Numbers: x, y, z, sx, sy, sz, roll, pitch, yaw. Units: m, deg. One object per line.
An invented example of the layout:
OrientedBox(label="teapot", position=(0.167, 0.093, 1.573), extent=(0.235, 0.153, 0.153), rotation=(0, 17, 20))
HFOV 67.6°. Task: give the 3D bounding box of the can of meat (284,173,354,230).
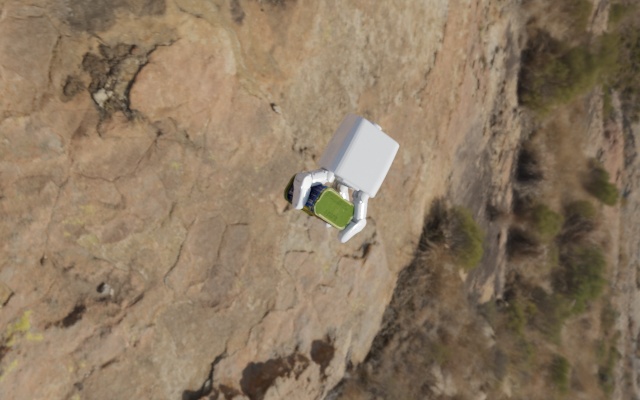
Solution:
OrientedBox(label="can of meat", position=(0.000, 0.003, 0.832), extent=(0.084, 0.057, 0.102), rotation=(26, -6, 45))
